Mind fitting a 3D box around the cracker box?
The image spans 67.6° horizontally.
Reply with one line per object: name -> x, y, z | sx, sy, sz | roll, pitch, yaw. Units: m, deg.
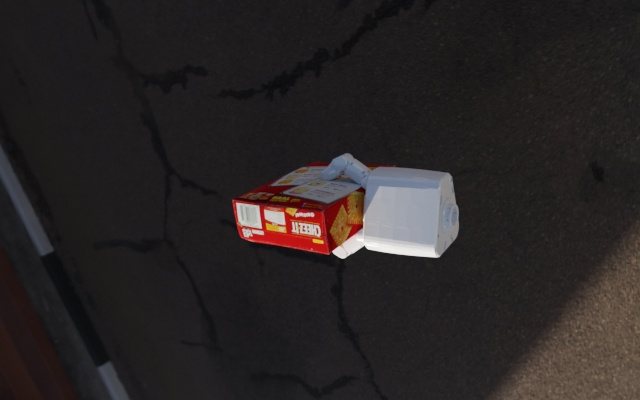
cracker box -> 0.000, 0.002, 0.735 | 0.164, 0.072, 0.213 | 6, 22, 34
